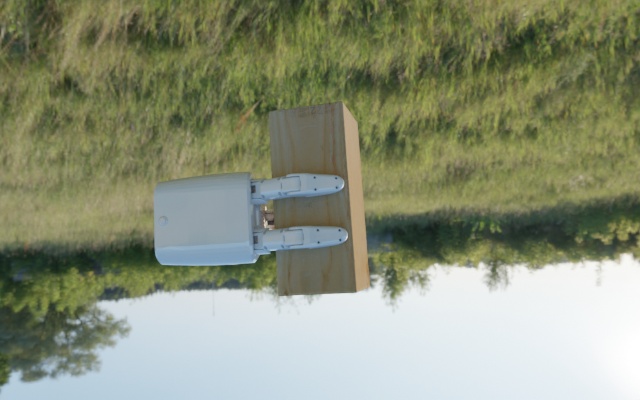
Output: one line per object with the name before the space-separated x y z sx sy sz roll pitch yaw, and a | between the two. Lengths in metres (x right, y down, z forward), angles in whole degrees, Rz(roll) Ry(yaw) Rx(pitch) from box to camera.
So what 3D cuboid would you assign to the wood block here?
wood block | 0.000 0.002 0.558 0.090 0.206 0.091 -5 -7 14
